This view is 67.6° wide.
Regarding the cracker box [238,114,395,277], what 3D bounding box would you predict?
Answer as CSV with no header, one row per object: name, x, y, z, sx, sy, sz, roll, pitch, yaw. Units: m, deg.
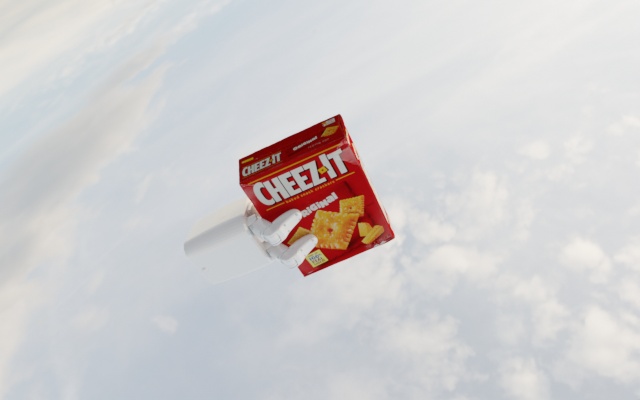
cracker box,0.000,0.002,0.716,0.164,0.214,0.072,-23,38,9
